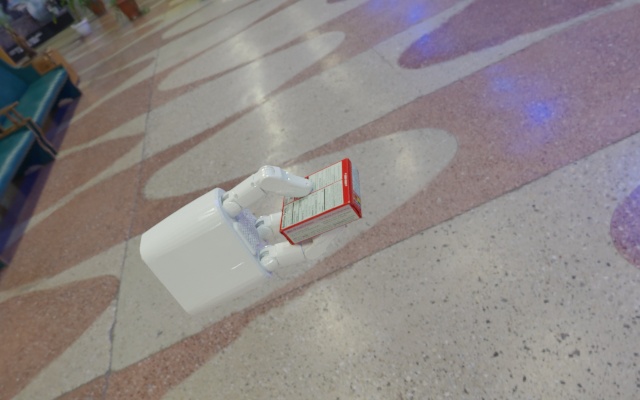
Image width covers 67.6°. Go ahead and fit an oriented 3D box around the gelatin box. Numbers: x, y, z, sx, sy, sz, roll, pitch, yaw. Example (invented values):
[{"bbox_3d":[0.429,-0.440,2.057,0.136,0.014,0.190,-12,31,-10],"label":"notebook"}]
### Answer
[{"bbox_3d":[0.000,0.001,0.524,0.089,0.073,0.030,-24,-52,22],"label":"gelatin box"}]
